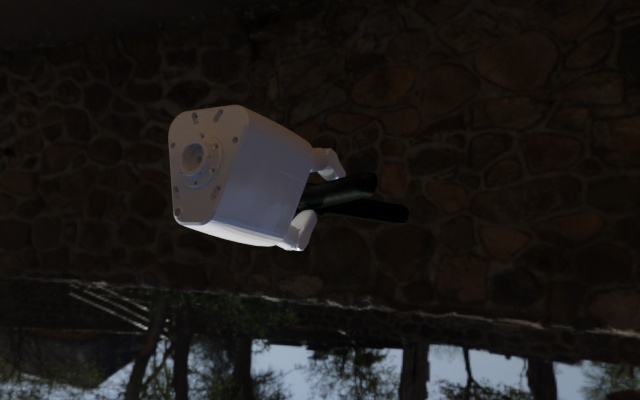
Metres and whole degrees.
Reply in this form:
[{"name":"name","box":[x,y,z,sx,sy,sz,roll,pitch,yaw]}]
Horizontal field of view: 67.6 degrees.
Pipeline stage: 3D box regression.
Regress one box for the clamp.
[{"name":"clamp","box":[-0.001,0.003,0.585,0.210,0.036,0.164,-1,-15,29]}]
